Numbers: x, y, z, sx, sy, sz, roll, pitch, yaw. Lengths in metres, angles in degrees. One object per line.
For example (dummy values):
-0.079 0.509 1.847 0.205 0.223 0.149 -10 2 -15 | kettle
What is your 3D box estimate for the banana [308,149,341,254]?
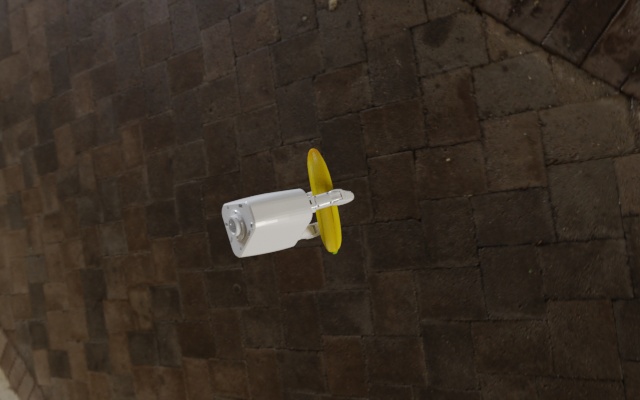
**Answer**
0.006 0.008 0.832 0.037 0.198 0.069 -13 11 -14 | banana
